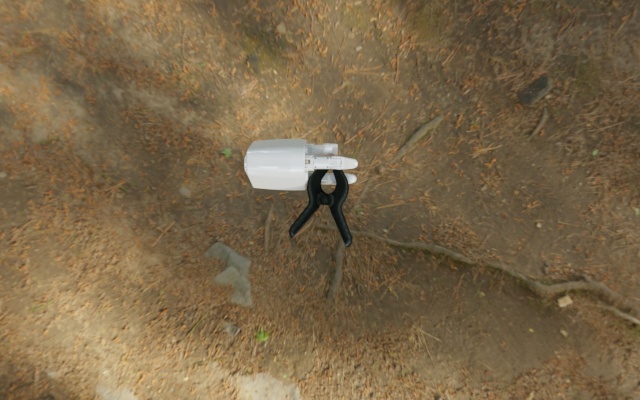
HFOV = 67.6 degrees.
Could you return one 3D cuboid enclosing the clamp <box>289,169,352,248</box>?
[{"bbox_3d":[0.000,0.003,0.899,0.120,0.171,0.039,0,2,0],"label":"clamp"}]
